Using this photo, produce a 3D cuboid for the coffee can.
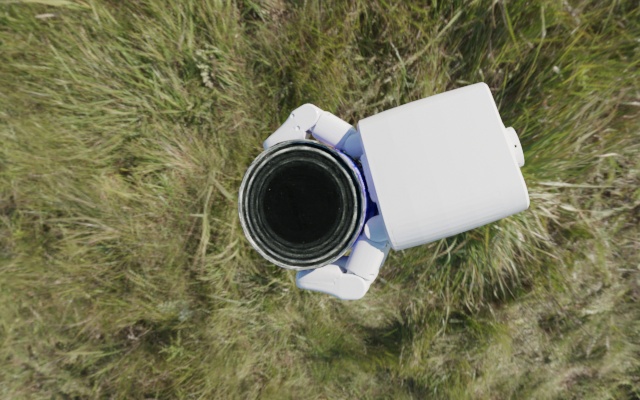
[{"bbox_3d":[0.000,0.001,0.435,0.103,0.103,0.140,0,2,14],"label":"coffee can"}]
